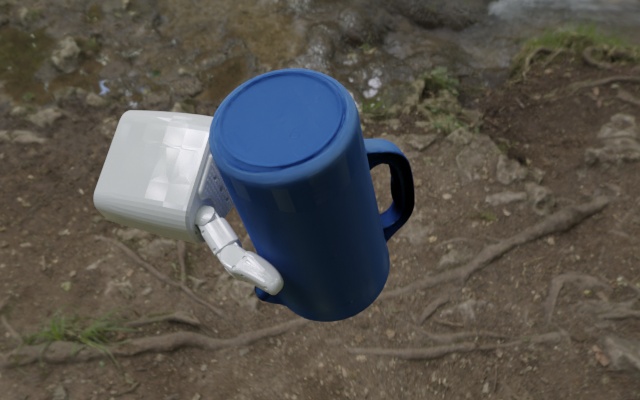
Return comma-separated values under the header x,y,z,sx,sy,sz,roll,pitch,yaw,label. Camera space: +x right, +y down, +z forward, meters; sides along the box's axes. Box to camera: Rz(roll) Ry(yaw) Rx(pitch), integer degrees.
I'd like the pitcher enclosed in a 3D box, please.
x,y,z,sx,sy,sz,roll,pitch,yaw,label
0.000,0.001,0.429,0.145,0.149,0.243,11,-30,17,pitcher
